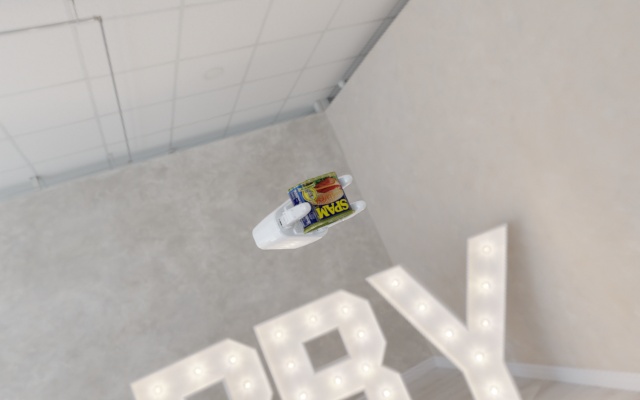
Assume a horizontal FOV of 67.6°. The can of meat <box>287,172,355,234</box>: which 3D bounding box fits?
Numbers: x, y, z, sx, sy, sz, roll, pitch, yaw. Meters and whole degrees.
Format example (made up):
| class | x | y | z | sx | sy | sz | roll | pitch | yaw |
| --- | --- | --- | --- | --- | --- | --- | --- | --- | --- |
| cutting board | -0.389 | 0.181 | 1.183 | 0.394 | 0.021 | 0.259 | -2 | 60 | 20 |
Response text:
| class | x | y | z | sx | sy | sz | roll | pitch | yaw |
| --- | --- | --- | --- | --- | --- | --- | --- | --- | --- |
| can of meat | 0.000 | 0.003 | 0.860 | 0.102 | 0.084 | 0.057 | -19 | -9 | -34 |
